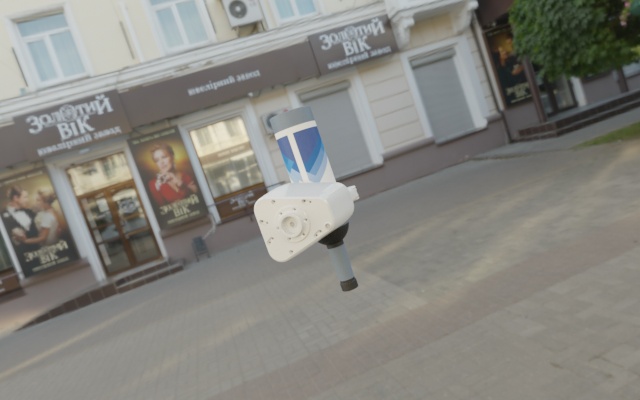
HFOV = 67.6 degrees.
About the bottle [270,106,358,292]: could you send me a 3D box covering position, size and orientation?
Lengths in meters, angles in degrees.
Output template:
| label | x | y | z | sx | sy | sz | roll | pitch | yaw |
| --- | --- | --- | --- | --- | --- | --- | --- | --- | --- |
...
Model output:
| label | x | y | z | sx | sy | sz | roll | pitch | yaw |
| --- | --- | --- | --- | --- | --- | --- | --- | --- | --- |
| bottle | 0.000 | 0.002 | 0.754 | 0.069 | 0.296 | 0.069 | -19 | 5 | 2 |
